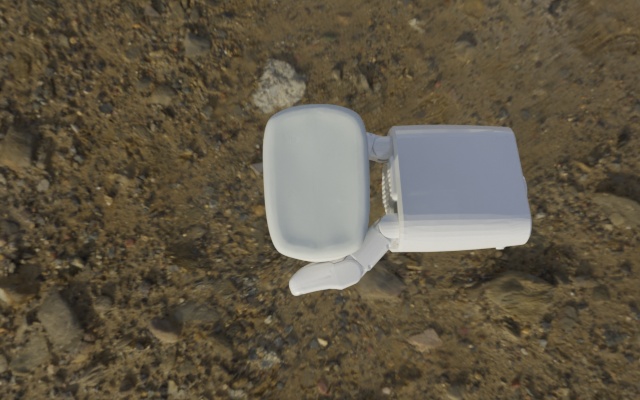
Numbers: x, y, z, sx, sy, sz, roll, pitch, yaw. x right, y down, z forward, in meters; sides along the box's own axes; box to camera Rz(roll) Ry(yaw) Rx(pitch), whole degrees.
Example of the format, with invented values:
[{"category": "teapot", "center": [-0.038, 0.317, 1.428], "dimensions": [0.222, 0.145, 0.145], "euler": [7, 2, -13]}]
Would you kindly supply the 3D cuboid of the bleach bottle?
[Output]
[{"category": "bleach bottle", "center": [0.000, 0.001, 0.419], "dimensions": [0.068, 0.102, 0.251], "euler": [-2, -6, 1]}]
